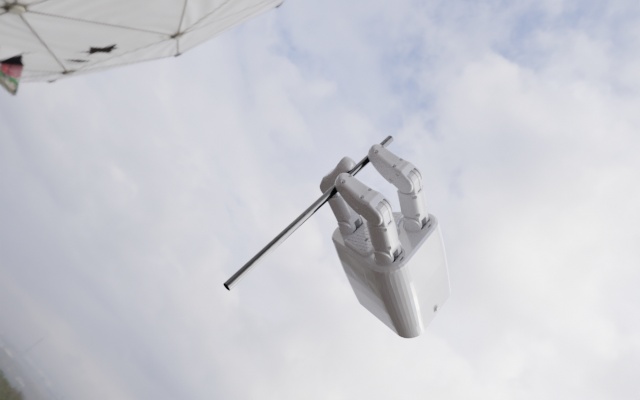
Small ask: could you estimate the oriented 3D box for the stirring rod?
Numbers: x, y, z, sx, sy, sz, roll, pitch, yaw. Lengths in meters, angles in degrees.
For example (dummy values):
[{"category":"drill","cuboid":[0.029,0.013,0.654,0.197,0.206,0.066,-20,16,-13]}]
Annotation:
[{"category":"stirring rod","cuboid":[0.000,0.002,0.446,0.011,0.011,0.239,0,34,49]}]
